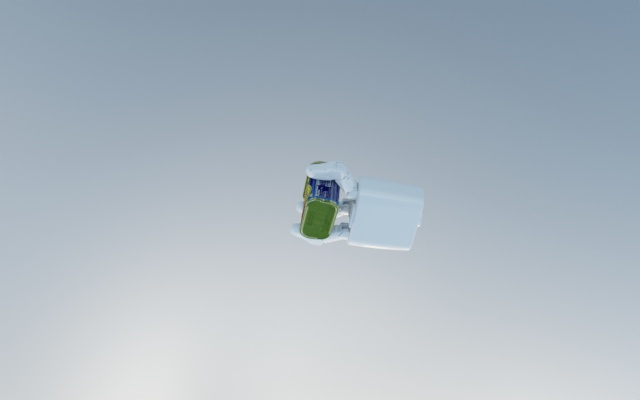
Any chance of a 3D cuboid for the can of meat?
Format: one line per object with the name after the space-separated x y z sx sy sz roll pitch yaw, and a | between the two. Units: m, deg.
0.000 0.003 0.771 0.057 0.083 0.102 10 -43 -5 | can of meat
